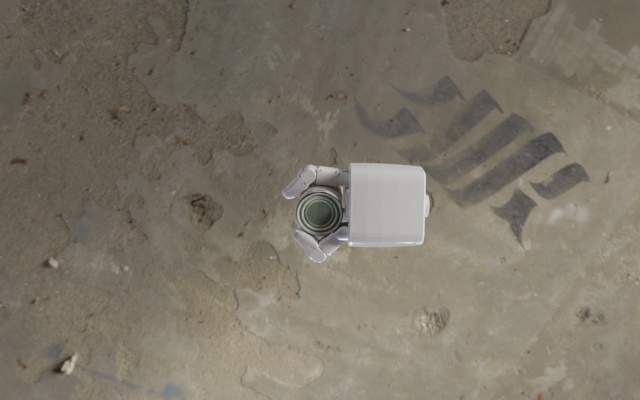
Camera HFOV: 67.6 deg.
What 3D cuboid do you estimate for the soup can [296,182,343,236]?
[{"bbox_3d":[0.000,0.002,0.705,0.068,0.068,0.102,0,21,2],"label":"soup can"}]
